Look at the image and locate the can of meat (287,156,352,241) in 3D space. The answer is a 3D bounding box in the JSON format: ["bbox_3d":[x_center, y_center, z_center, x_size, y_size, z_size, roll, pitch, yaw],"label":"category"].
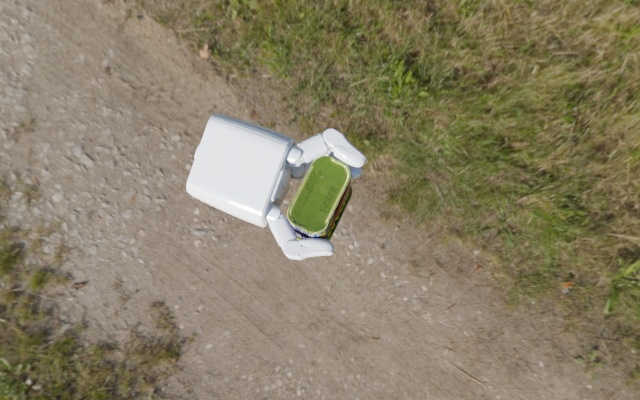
[{"bbox_3d":[0.000,0.002,0.602,0.057,0.102,0.084,25,-12,8],"label":"can of meat"}]
